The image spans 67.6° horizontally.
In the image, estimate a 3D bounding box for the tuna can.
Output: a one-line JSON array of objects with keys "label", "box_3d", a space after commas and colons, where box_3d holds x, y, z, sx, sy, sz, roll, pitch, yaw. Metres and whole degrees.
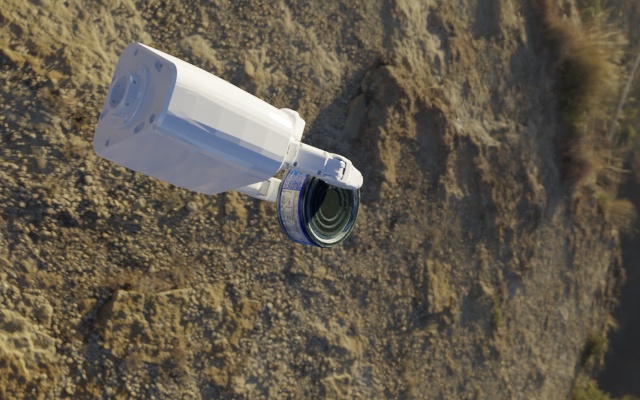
[{"label": "tuna can", "box_3d": [0.001, 0.002, 0.454, 0.034, 0.086, 0.086, 8, 5, 41]}]
